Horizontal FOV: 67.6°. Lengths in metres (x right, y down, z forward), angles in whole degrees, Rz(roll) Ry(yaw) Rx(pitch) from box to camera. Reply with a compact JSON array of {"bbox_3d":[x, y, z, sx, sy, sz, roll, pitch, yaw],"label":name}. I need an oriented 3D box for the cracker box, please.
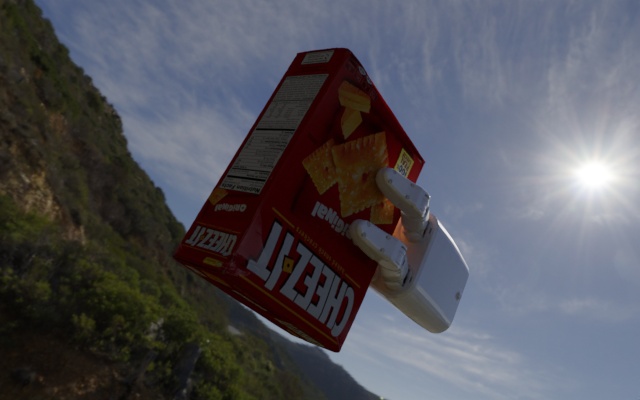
[{"bbox_3d":[0.000,0.001,0.423,0.072,0.213,0.164,7,-28,42],"label":"cracker box"}]
